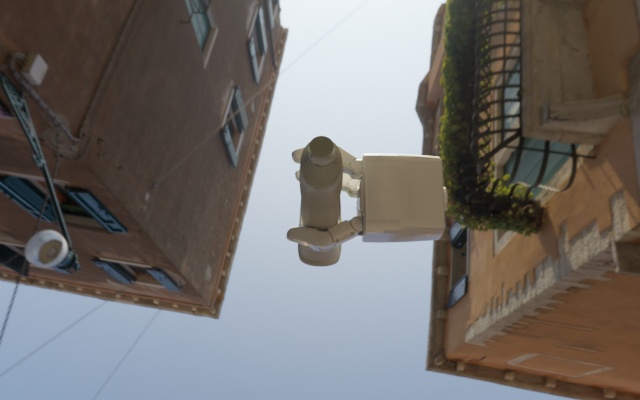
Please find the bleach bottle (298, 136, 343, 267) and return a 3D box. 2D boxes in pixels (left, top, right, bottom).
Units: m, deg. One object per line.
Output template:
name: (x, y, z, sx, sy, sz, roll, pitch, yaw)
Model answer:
bleach bottle: (0.000, 0.002, 0.641, 0.068, 0.102, 0.251, 1, -26, 0)
